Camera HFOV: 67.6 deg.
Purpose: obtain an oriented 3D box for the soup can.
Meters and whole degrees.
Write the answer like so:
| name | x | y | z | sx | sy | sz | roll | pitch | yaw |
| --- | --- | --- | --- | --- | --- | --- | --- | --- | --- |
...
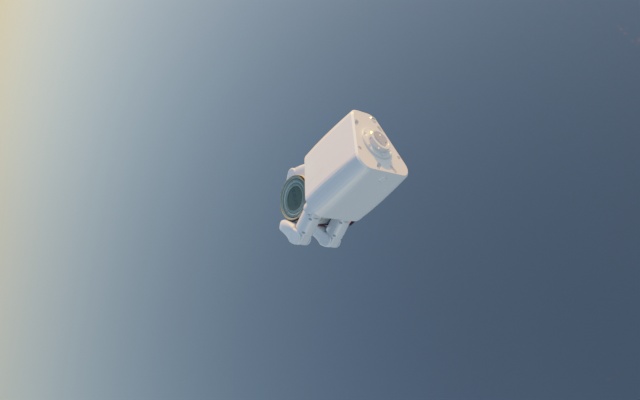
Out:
| name | x | y | z | sx | sy | sz | roll | pitch | yaw |
| --- | --- | --- | --- | --- | --- | --- | --- | --- | --- |
| soup can | 0.000 | 0.002 | 0.703 | 0.102 | 0.068 | 0.068 | 9 | -5 | -39 |
